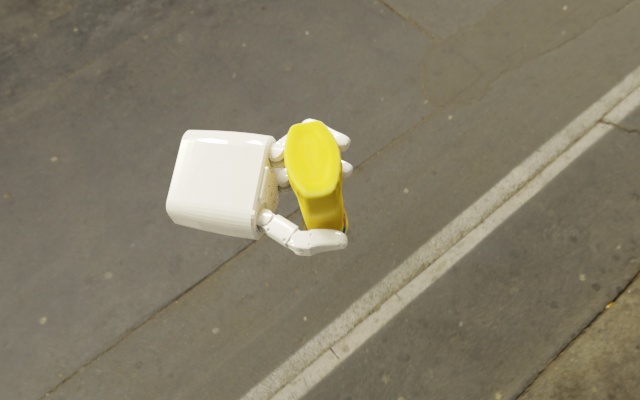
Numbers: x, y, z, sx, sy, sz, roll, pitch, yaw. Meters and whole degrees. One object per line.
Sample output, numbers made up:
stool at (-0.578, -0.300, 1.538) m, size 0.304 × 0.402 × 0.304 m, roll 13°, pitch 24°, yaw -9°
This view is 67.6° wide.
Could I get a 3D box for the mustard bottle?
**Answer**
mustard bottle at (0.000, 0.002, 0.559) m, size 0.058 × 0.096 × 0.192 m, roll -13°, pitch -30°, yaw -1°
